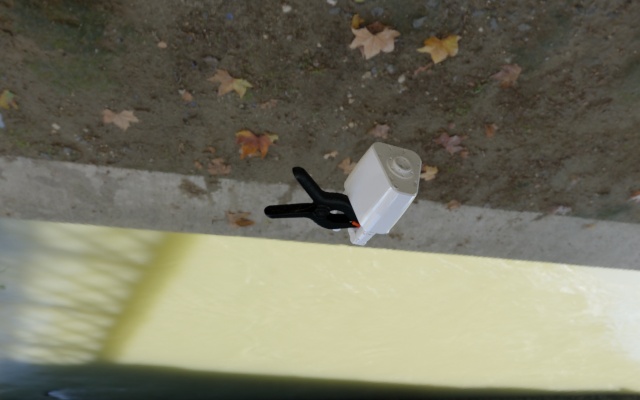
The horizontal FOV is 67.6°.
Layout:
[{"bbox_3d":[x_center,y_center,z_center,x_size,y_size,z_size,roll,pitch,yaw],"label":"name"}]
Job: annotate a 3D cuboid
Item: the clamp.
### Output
[{"bbox_3d":[0.000,0.003,0.818,0.171,0.039,0.120,12,-41,-18],"label":"clamp"}]
